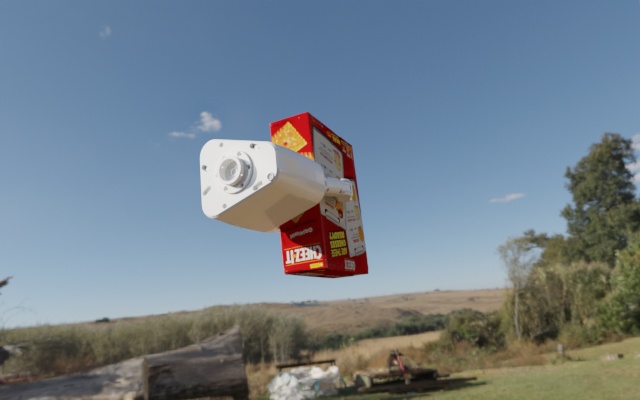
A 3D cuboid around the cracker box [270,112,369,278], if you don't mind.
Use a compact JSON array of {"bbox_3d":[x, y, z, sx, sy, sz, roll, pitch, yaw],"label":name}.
[{"bbox_3d":[0.000,0.002,0.696,0.072,0.213,0.164,-12,-15,23],"label":"cracker box"}]
